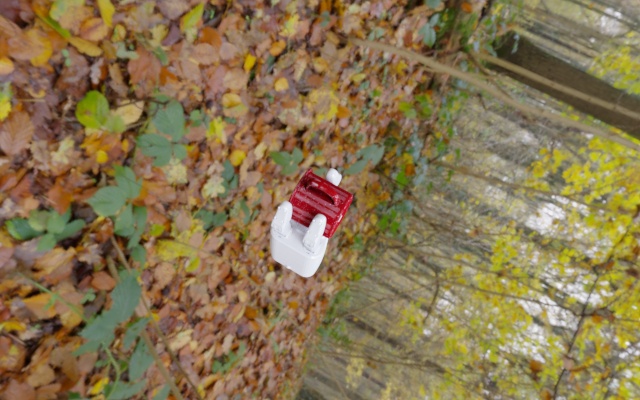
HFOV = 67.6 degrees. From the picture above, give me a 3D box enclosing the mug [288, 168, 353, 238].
[{"bbox_3d":[0.001,0.002,0.750,0.081,0.093,0.117,28,-27,7],"label":"mug"}]
